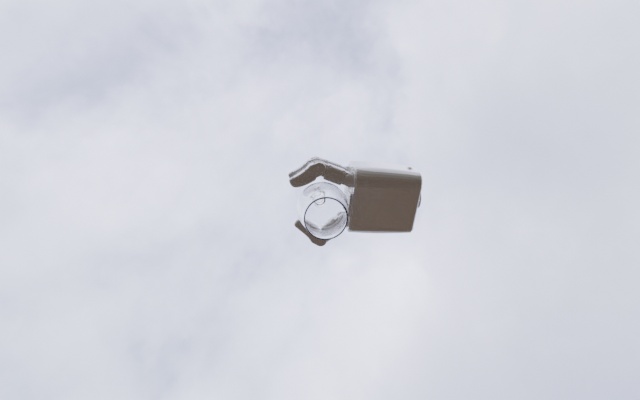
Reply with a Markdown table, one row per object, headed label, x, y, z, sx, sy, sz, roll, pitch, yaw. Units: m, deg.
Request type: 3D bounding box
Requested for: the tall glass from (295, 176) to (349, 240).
| label | x | y | z | sx | sy | sz | roll | pitch | yaw |
| --- | --- | --- | --- | --- | --- | --- | --- | --- | --- |
| tall glass | 0.000 | 0.002 | 0.754 | 0.079 | 0.079 | 0.201 | 0 | 13 | -4 |
